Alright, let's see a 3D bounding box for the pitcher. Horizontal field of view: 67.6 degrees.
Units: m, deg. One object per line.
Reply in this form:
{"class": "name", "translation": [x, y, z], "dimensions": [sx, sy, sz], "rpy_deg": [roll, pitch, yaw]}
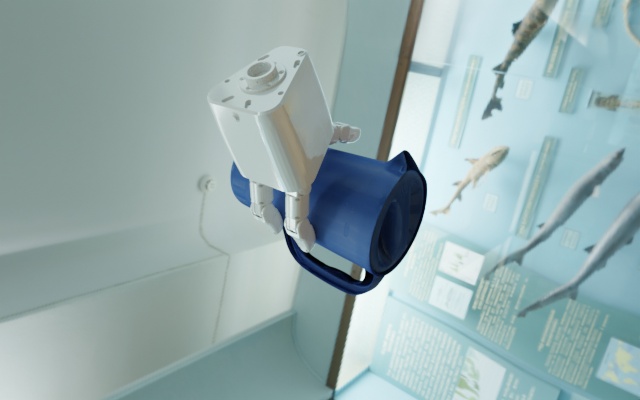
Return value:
{"class": "pitcher", "translation": [0.000, 0.002, 0.616], "dimensions": [0.243, 0.149, 0.145], "rpy_deg": [21, -29, 32]}
